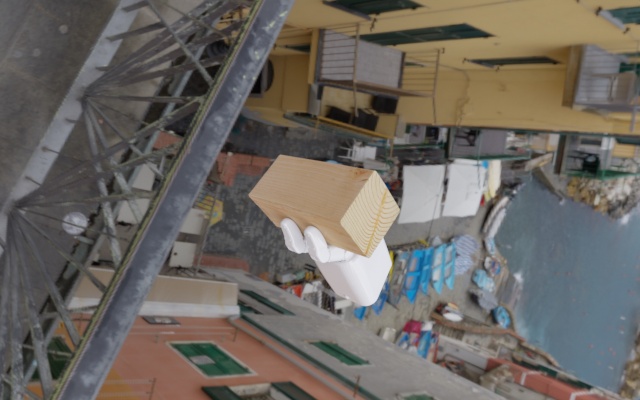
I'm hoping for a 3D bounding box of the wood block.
[{"bbox_3d":[0.001,0.002,0.715,0.206,0.090,0.090,14,-29,46],"label":"wood block"}]
